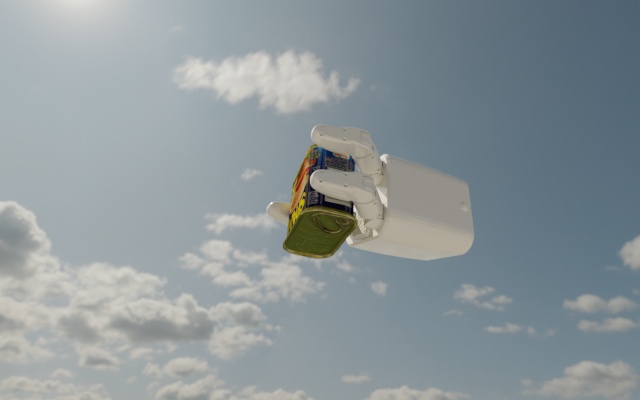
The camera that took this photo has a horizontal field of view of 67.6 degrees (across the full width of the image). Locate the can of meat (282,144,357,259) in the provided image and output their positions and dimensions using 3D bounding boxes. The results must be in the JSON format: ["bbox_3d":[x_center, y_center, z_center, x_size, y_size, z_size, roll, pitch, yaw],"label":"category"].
[{"bbox_3d":[0.000,0.001,0.503,0.057,0.084,0.102,13,-32,-13],"label":"can of meat"}]
